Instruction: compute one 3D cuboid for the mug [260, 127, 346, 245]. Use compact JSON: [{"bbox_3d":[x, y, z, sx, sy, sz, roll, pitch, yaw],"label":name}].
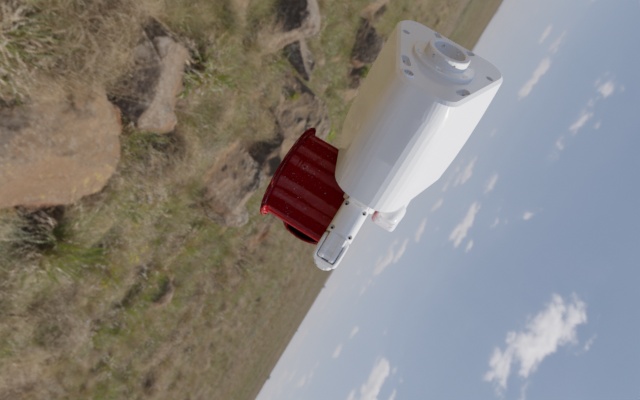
[{"bbox_3d":[0.000,0.003,0.445,0.081,0.117,0.093,31,44,5],"label":"mug"}]
